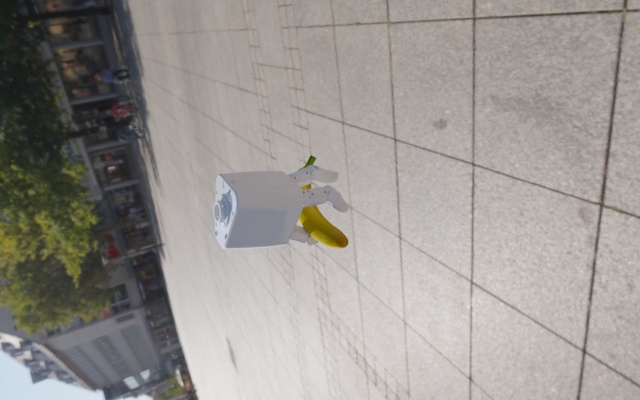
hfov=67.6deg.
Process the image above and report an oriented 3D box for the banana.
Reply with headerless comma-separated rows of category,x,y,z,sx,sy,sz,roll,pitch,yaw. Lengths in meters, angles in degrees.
banana,-0.012,0.012,0.794,0.037,0.197,0.070,15,-49,-40
